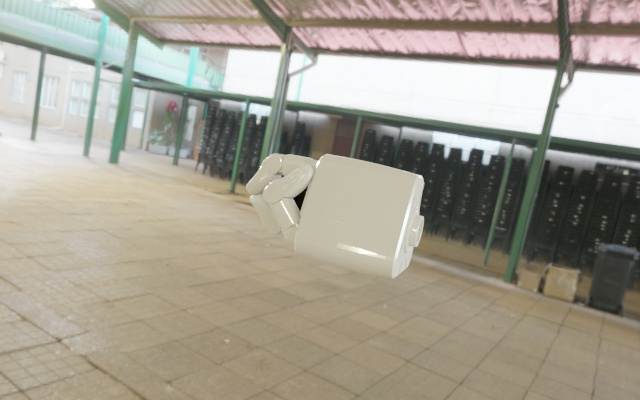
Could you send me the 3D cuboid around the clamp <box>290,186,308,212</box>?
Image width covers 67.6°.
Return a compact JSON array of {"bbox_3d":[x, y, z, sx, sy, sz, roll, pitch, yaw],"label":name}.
[{"bbox_3d":[0.000,0.001,0.603,0.120,0.039,0.171,13,6,20],"label":"clamp"}]
